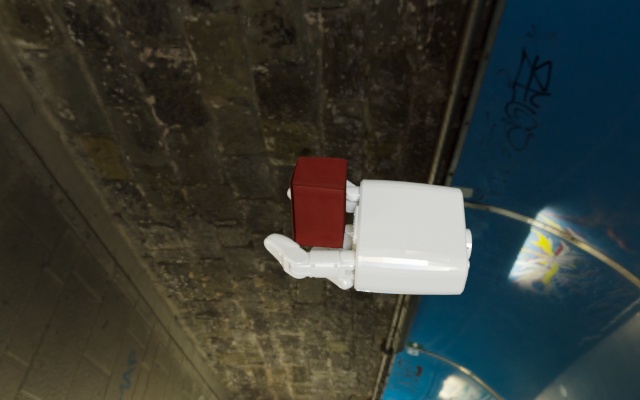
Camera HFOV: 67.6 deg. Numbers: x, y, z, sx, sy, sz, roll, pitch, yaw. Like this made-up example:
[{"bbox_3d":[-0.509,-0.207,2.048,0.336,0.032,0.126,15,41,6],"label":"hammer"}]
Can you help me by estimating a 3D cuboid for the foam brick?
[{"bbox_3d":[0.000,0.001,0.478,0.051,0.078,0.053,4,38,6],"label":"foam brick"}]
